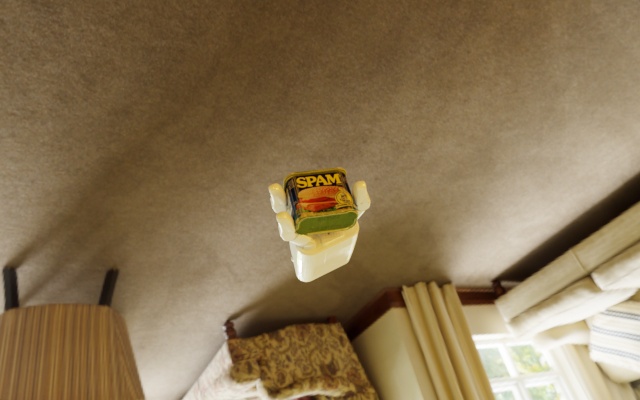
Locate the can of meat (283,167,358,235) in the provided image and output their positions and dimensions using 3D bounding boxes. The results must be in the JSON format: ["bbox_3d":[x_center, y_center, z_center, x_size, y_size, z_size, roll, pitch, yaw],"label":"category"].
[{"bbox_3d":[0.000,0.003,0.731,0.102,0.084,0.057,-7,-35,-14],"label":"can of meat"}]
